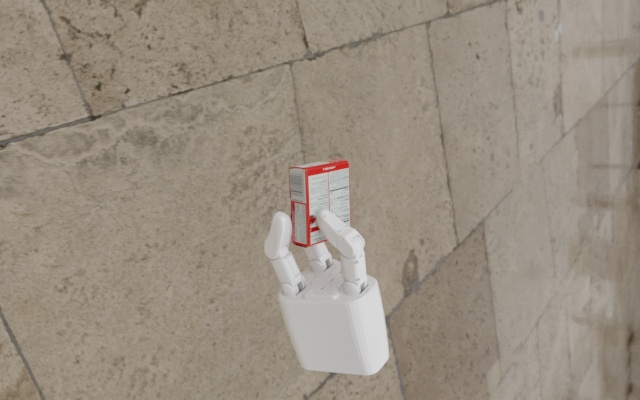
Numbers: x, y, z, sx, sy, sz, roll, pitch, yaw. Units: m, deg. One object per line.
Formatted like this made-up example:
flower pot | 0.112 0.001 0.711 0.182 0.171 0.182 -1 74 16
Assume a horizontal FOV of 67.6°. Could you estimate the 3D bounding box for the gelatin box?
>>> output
gelatin box | 0.000 0.001 0.541 0.030 0.089 0.073 10 17 42
